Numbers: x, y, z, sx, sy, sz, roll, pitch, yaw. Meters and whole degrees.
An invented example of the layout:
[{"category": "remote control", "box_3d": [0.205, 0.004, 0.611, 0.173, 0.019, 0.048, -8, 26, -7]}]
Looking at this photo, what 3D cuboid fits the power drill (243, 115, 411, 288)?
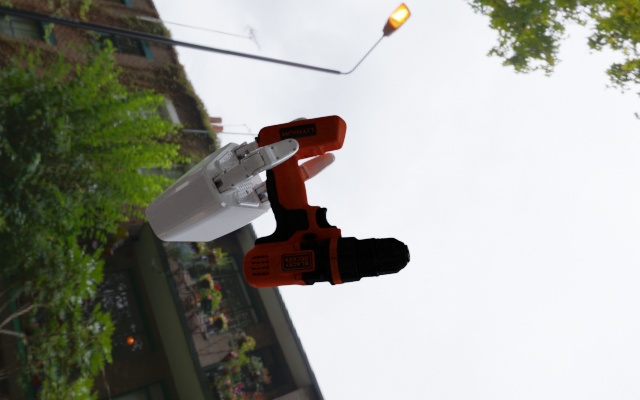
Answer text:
[{"category": "power drill", "box_3d": [0.000, 0.001, 0.538, 0.184, 0.187, 0.057, -7, -15, 9]}]
